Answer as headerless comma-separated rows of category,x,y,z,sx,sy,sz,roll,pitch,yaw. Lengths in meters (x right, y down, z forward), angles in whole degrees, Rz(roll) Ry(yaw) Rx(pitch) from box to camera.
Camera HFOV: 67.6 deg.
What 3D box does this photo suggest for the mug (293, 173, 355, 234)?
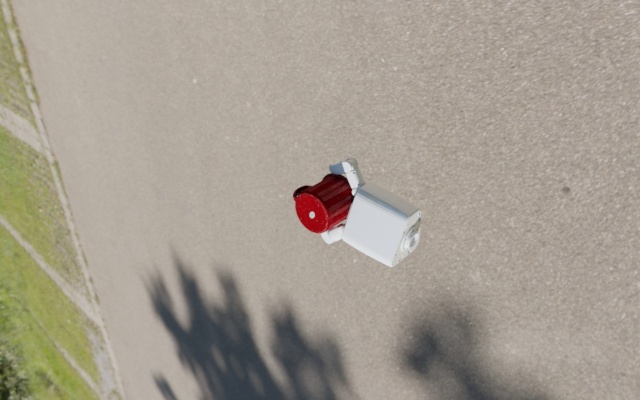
mug,-0.001,0.002,0.863,0.117,0.093,0.081,28,40,31
